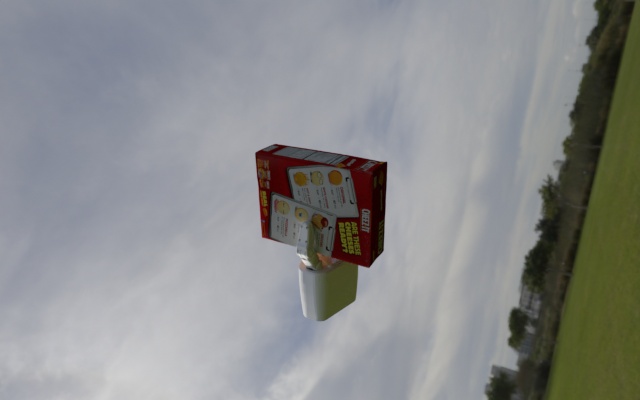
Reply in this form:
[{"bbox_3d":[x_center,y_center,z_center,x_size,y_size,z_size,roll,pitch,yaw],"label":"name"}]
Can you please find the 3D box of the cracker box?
[{"bbox_3d":[0.000,0.003,0.795,0.213,0.164,0.072,12,28,27],"label":"cracker box"}]
